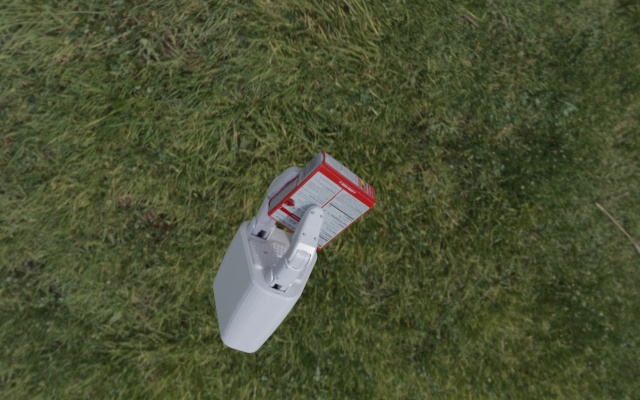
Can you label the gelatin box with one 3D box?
[{"bbox_3d":[0.000,0.002,0.491,0.073,0.030,0.089,35,-58,-23],"label":"gelatin box"}]
